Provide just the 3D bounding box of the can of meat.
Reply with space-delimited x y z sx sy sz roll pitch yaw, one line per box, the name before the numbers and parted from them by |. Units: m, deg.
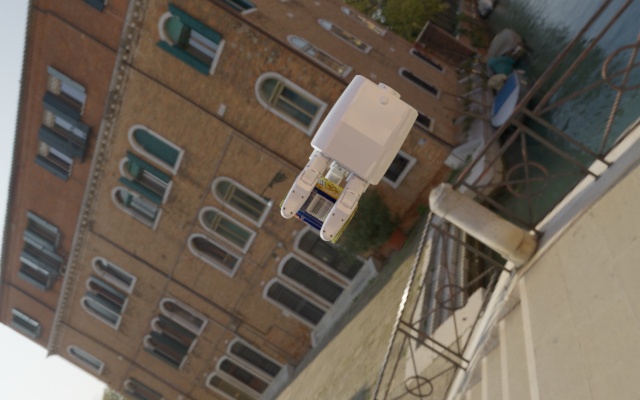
can of meat | 0.000 0.002 0.631 0.084 0.057 0.102 32 13 -2
